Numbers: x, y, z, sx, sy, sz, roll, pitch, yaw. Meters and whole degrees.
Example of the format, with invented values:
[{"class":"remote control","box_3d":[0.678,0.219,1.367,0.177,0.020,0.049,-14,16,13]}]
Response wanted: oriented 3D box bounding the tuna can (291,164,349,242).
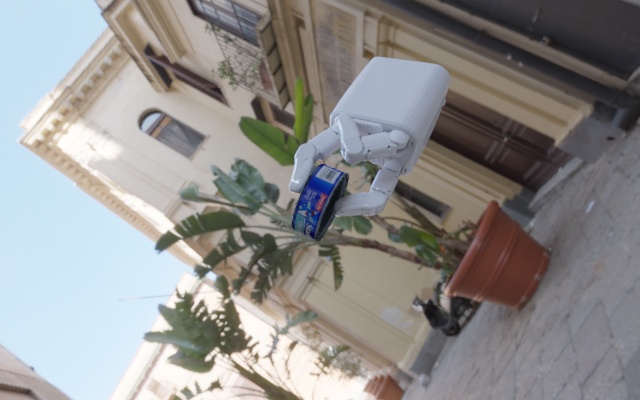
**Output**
[{"class":"tuna can","box_3d":[0.000,0.002,0.548,0.034,0.086,0.086,24,5,10]}]
